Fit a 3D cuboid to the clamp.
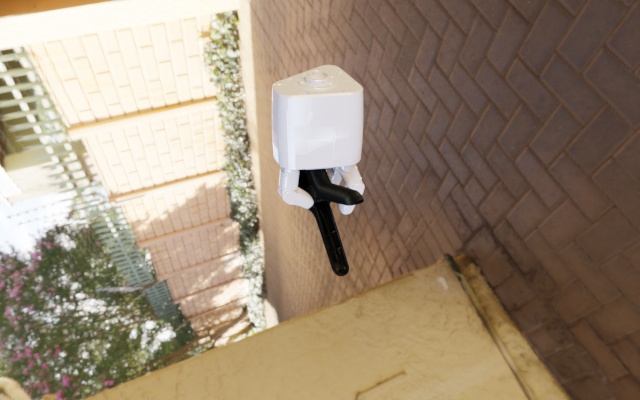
[{"bbox_3d":[-0.001,0.002,0.726,0.036,0.165,0.210,-14,41,-22],"label":"clamp"}]
